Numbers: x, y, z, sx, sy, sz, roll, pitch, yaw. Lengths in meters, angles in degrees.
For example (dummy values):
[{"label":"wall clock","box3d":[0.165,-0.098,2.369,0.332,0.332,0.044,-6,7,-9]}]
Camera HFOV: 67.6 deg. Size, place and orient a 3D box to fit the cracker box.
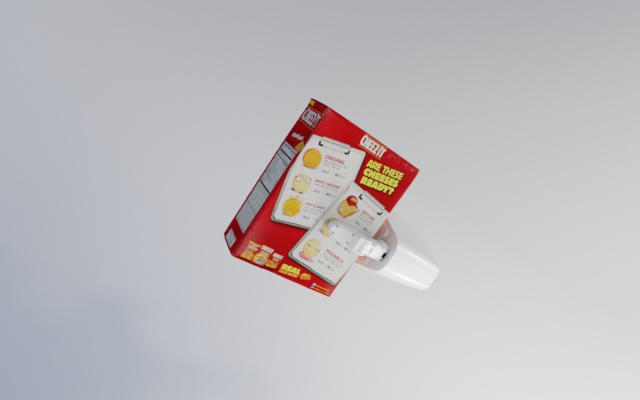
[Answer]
[{"label":"cracker box","box3d":[0.000,0.002,0.623,0.164,0.214,0.072,29,10,-31]}]
